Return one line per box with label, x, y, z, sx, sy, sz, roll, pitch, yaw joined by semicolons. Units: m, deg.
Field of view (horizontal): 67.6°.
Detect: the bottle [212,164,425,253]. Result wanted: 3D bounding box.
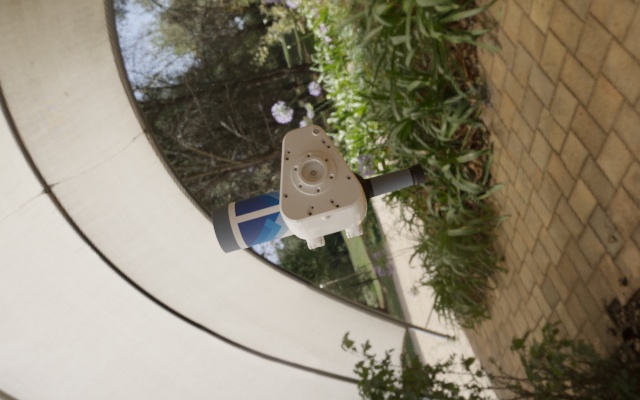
bottle;0.000;0.002;0.668;0.296;0.069;0.069;-16;-1;2
